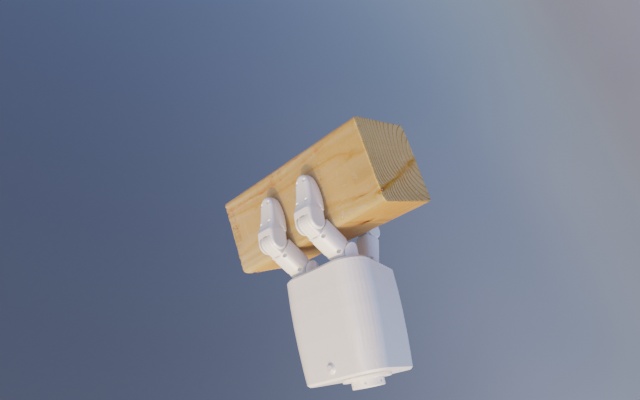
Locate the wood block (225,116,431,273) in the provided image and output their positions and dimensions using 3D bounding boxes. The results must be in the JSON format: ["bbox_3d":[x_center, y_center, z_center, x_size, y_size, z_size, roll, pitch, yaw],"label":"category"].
[{"bbox_3d":[0.000,0.002,0.525,0.206,0.090,0.091,-30,-18,36],"label":"wood block"}]
